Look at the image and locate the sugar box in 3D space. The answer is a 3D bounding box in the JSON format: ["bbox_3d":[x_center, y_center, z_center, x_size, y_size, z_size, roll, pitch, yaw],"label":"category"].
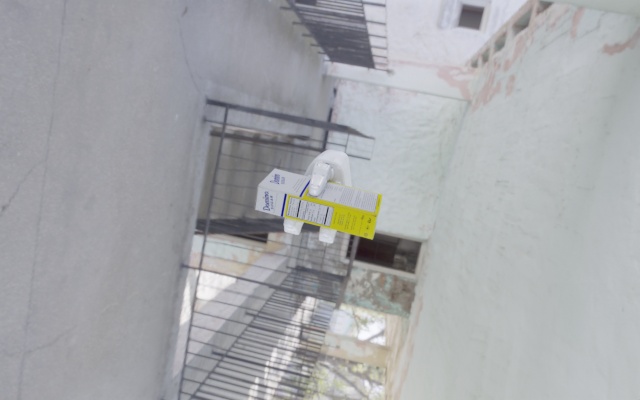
[{"bbox_3d":[0.000,0.003,0.712,0.176,0.048,0.093,12,21,7],"label":"sugar box"}]
